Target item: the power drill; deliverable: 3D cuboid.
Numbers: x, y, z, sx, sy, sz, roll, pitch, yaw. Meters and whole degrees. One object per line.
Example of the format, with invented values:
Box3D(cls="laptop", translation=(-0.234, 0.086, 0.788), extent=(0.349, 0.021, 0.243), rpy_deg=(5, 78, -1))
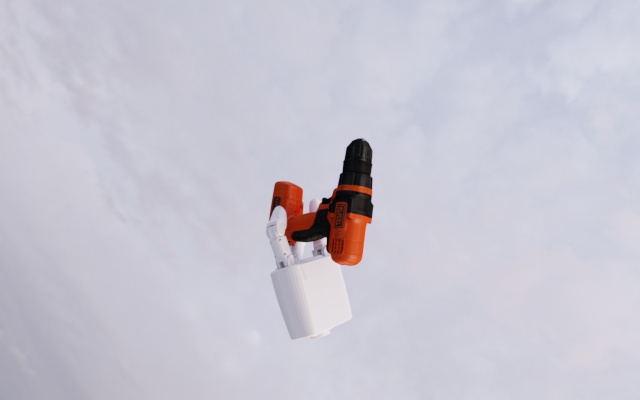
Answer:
Box3D(cls="power drill", translation=(0.000, 0.003, 0.731), extent=(0.057, 0.184, 0.187), rpy_deg=(17, -13, -40))
